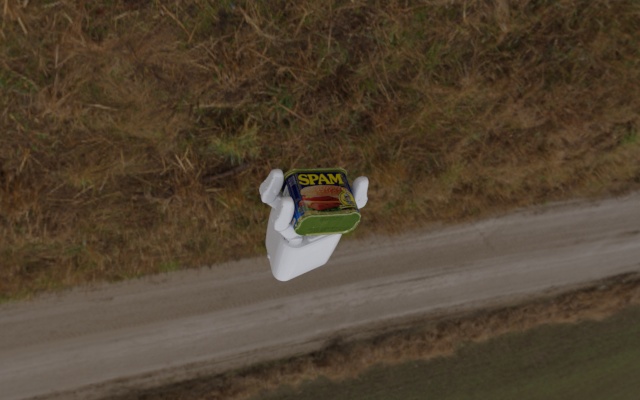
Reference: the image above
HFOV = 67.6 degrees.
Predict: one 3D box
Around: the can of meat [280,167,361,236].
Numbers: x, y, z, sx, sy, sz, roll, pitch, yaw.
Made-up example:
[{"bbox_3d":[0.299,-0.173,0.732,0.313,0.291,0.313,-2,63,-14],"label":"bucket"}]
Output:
[{"bbox_3d":[0.000,0.002,0.692,0.102,0.084,0.057,-2,-37,-23],"label":"can of meat"}]
